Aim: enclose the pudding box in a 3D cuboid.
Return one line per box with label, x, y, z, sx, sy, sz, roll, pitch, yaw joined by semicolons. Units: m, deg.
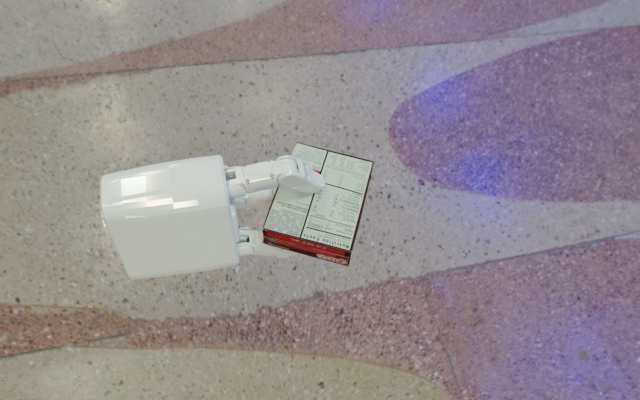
pudding box;0.000;0.001;0.485;0.090;0.113;0.039;15;-28;4
